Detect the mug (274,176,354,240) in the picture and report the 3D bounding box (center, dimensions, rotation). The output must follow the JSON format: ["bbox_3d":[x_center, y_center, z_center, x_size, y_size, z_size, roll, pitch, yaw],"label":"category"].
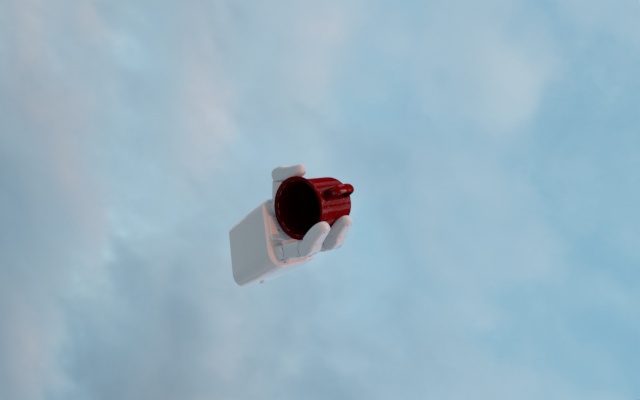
[{"bbox_3d":[0.001,0.002,0.705,0.117,0.093,0.081,-32,-14,37],"label":"mug"}]
